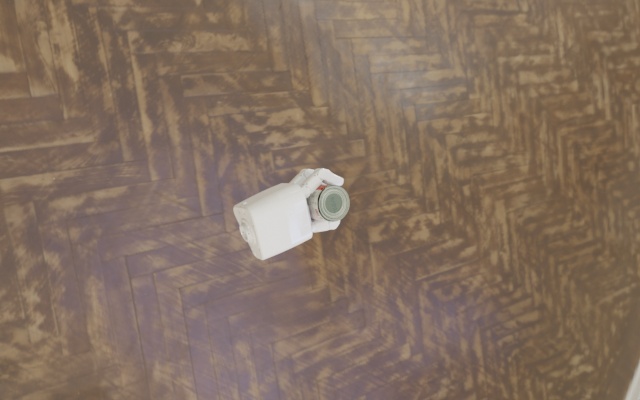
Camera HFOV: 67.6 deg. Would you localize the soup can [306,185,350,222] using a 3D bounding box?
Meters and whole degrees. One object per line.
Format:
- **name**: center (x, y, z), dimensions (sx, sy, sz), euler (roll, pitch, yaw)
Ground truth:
- **soup can**: center (0.001, 0.003, 0.894), dimensions (0.068, 0.068, 0.102), euler (0, 2, -29)
